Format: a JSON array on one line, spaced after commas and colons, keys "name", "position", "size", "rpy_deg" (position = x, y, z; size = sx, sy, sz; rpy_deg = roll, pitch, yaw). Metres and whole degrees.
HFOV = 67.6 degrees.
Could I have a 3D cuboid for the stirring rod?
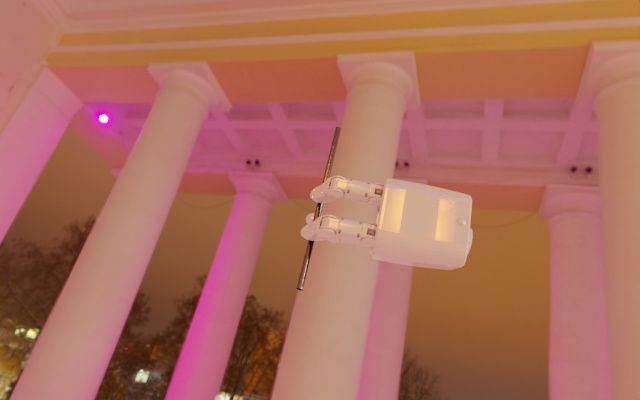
[{"name": "stirring rod", "position": [0.000, 0.002, 0.627], "size": [0.011, 0.239, 0.011], "rpy_deg": [11, -26, 5]}]
